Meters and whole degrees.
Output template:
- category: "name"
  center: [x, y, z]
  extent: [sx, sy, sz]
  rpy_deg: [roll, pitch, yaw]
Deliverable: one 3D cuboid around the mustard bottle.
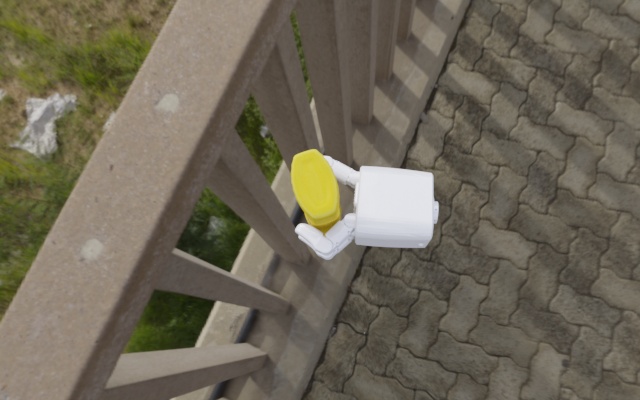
- category: "mustard bottle"
  center: [0.000, 0.002, 0.700]
  extent: [0.058, 0.096, 0.192]
  rpy_deg: [-19, -16, 0]
